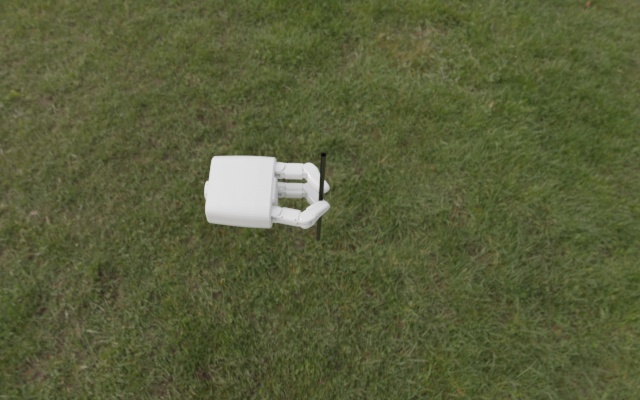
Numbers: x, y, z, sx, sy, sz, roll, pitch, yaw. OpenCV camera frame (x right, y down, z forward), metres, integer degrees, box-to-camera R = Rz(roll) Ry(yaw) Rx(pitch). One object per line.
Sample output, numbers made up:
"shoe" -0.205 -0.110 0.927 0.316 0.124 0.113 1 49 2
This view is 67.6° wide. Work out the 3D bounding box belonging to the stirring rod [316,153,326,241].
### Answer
"stirring rod" 0.000 0.003 0.797 0.011 0.011 0.240 0 -35 -3
